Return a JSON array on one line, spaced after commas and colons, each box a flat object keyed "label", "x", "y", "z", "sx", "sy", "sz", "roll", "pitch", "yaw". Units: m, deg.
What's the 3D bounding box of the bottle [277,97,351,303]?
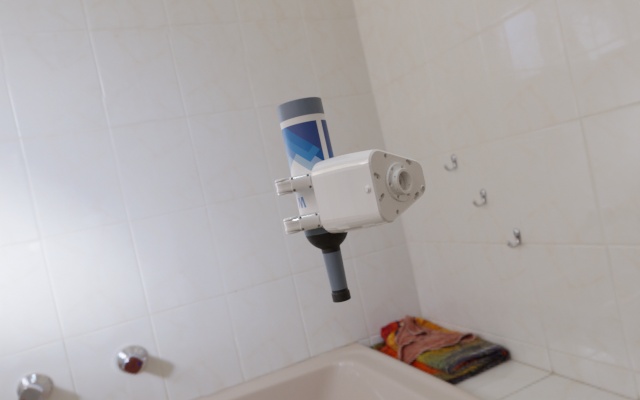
[{"label": "bottle", "x": 0.000, "y": 0.002, "z": 0.697, "sx": 0.069, "sy": 0.295, "sz": 0.069, "roll": -12, "pitch": 1, "yaw": 0}]
